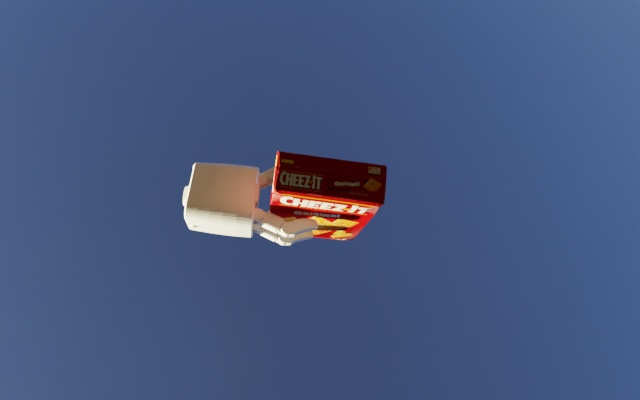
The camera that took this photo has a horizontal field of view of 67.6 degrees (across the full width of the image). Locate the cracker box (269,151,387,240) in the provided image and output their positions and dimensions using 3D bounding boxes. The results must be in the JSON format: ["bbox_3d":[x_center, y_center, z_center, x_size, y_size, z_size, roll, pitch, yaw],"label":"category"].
[{"bbox_3d":[0.000,0.002,0.781,0.164,0.072,0.214,7,-19,-7],"label":"cracker box"}]
